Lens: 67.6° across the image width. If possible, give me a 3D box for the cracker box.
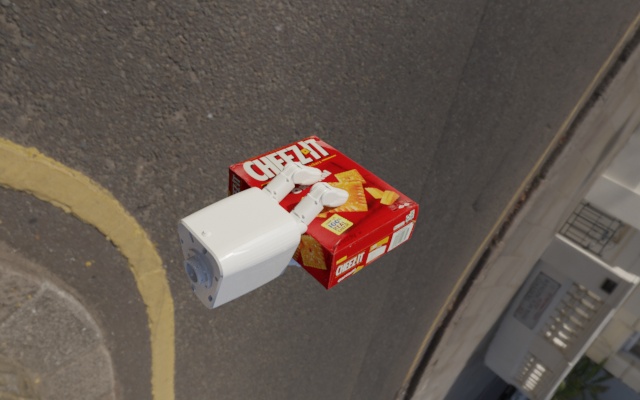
[{"bbox_3d":[0.000,0.002,0.655,0.164,0.072,0.213,-25,49,-36],"label":"cracker box"}]
